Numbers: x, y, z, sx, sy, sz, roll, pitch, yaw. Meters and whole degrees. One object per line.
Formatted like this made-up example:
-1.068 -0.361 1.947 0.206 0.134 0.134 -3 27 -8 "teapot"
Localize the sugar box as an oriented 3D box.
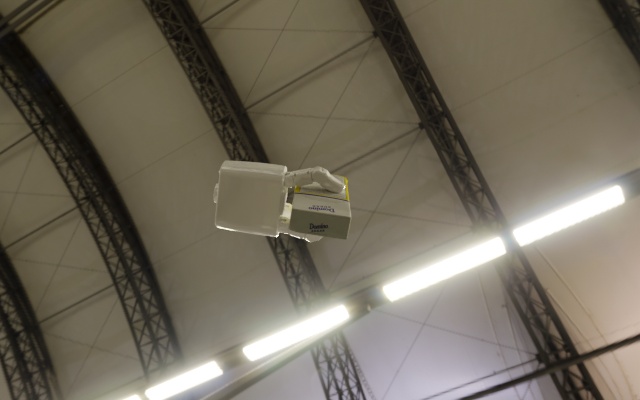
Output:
0.000 0.003 0.798 0.093 0.048 0.176 9 25 -2 "sugar box"
